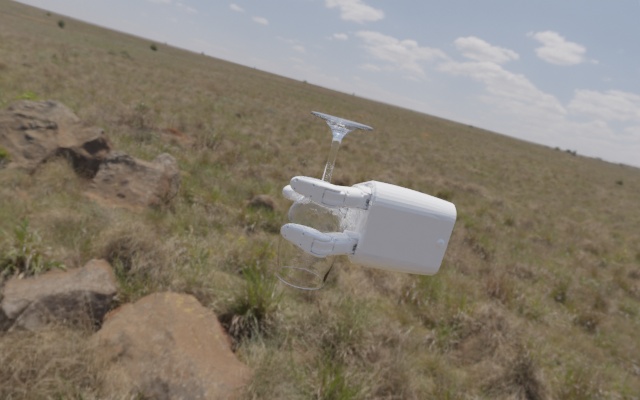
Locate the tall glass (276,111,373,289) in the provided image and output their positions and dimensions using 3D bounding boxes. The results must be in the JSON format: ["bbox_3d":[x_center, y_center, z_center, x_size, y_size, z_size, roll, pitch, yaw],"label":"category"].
[{"bbox_3d":[0.000,0.001,0.568,0.079,0.201,0.079,15,12,-3],"label":"tall glass"}]
